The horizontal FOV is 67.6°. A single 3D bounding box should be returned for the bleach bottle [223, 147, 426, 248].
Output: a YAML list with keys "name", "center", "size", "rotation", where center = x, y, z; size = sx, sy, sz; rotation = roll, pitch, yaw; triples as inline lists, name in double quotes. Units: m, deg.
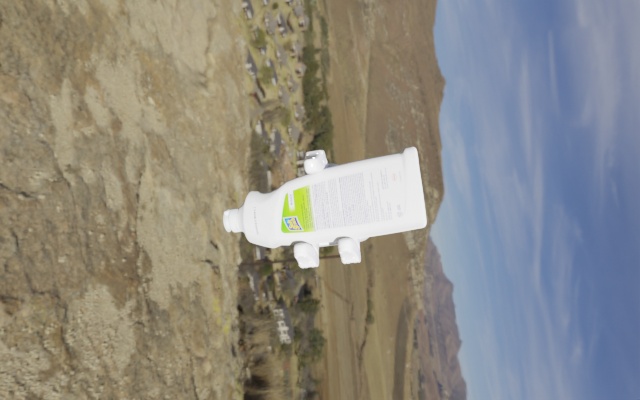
- name: "bleach bottle"
  center: [0.000, 0.002, 0.599]
  size: [0.251, 0.102, 0.068]
  rotation: [-8, -8, 10]
